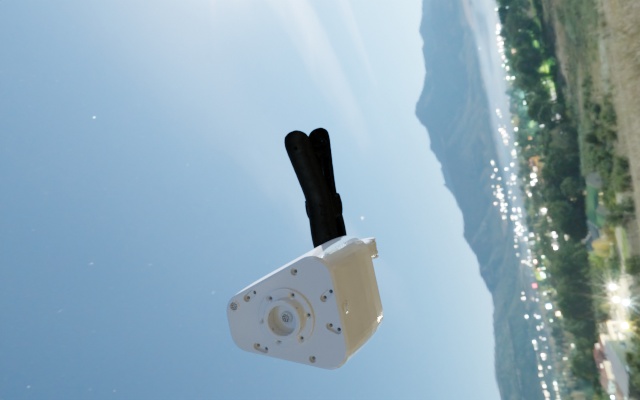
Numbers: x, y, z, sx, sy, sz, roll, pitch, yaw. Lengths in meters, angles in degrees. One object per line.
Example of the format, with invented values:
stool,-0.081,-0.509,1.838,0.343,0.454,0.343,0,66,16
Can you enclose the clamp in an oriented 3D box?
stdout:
clamp,0.000,0.002,0.500,0.039,0.171,0.120,-13,-2,20
